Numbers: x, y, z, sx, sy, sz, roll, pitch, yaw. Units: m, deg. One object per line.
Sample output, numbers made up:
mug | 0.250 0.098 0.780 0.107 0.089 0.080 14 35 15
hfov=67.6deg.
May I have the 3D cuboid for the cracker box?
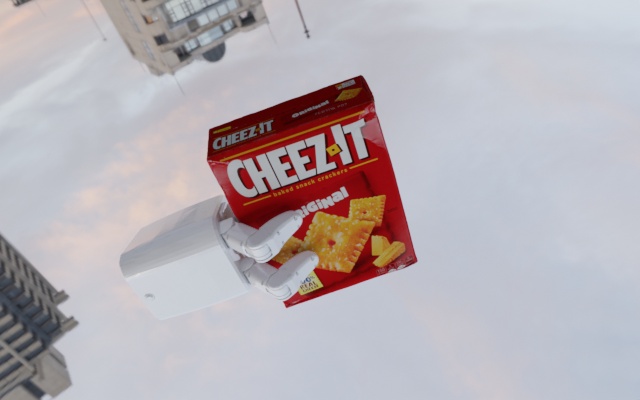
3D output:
cracker box | 0.000 0.002 0.505 0.164 0.214 0.072 -19 36 4
